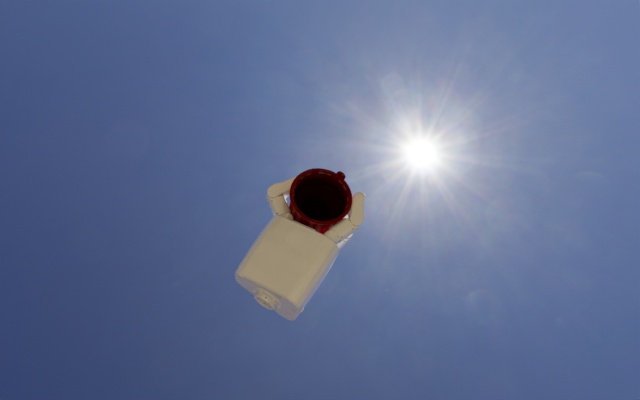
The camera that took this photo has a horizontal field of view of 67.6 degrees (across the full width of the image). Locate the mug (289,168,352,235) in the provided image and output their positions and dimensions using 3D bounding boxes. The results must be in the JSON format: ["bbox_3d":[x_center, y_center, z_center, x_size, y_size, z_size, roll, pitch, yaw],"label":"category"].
[{"bbox_3d":[0.001,0.001,0.734,0.093,0.117,0.081,33,-29,6],"label":"mug"}]
